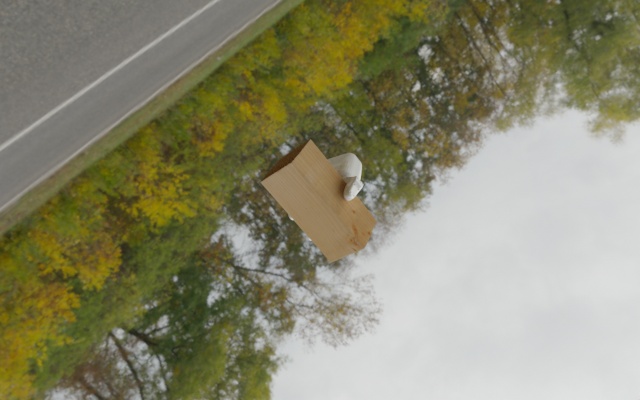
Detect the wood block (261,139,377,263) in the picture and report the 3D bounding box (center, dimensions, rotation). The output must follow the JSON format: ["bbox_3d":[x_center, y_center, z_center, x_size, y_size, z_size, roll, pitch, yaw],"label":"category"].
[{"bbox_3d":[0.001,0.003,0.891,0.091,0.206,0.090,-29,19,38],"label":"wood block"}]
